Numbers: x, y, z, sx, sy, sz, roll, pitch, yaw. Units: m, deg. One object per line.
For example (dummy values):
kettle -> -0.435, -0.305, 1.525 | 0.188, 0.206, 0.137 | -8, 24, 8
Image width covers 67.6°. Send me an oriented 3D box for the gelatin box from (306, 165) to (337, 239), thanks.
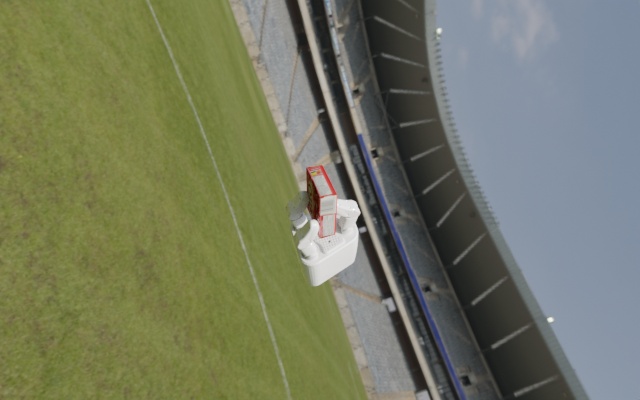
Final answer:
gelatin box -> 0.001, 0.002, 0.737 | 0.030, 0.089, 0.073 | -11, 45, -13
